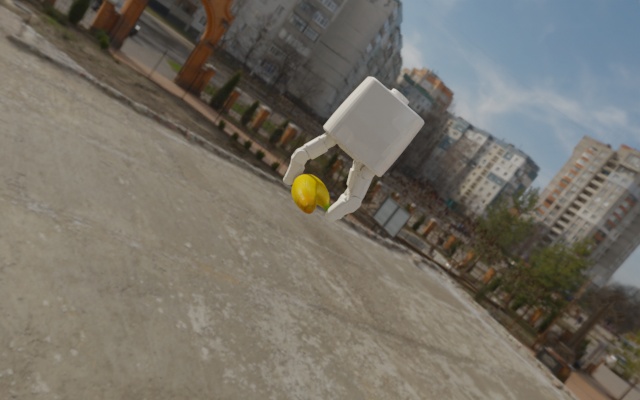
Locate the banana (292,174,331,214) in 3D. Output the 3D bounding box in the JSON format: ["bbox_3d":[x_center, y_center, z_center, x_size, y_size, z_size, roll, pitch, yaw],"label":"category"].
[{"bbox_3d":[-0.012,-0.011,0.724,0.037,0.069,0.198,-45,-10,8],"label":"banana"}]
